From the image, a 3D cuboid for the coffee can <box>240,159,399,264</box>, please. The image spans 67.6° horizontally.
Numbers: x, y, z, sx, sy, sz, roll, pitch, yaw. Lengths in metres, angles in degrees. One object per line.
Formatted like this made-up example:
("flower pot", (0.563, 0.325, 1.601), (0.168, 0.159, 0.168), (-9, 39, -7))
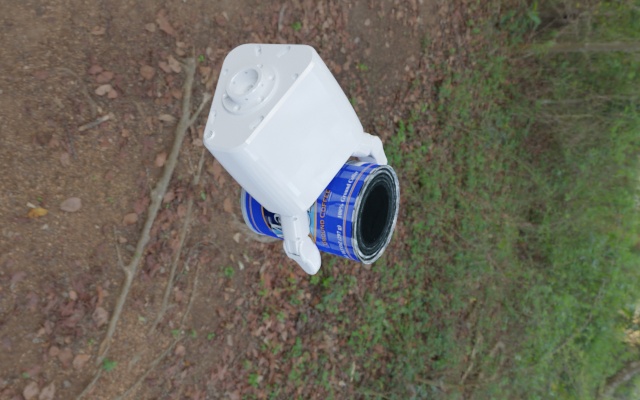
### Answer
("coffee can", (0.000, 0.002, 0.517), (0.140, 0.103, 0.103), (12, 6, 31))
